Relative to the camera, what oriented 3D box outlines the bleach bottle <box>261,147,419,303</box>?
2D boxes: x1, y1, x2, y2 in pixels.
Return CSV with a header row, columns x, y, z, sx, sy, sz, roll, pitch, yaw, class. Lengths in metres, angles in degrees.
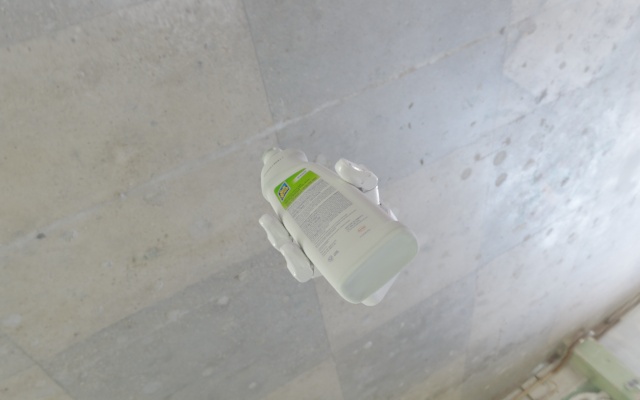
x,y,z,sx,sy,sz,roll,pitch,yaw,class
0.000,0.002,0.569,0.250,0.102,0.068,49,-1,43,bleach bottle
